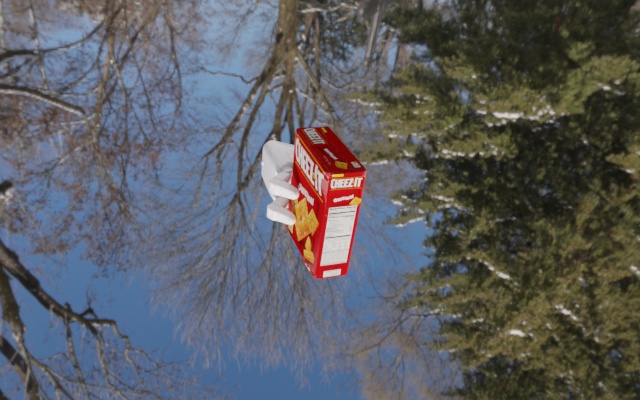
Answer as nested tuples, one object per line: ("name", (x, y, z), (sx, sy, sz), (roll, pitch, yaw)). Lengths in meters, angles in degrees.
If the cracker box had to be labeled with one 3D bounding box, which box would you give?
("cracker box", (0.000, 0.003, 0.829), (0.072, 0.214, 0.164), (-7, 35, -21))
